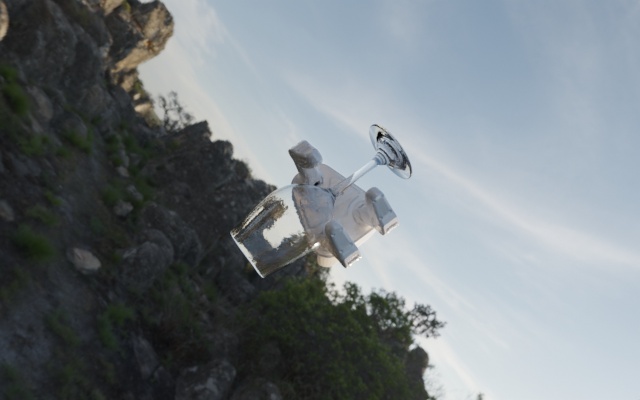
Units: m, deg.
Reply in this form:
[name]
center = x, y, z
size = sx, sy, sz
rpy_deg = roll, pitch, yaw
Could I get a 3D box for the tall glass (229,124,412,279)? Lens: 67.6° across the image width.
[tall glass]
center = 0.001, 0.001, 0.526
size = 0.201, 0.079, 0.079
rpy_deg = -36, 7, -10
